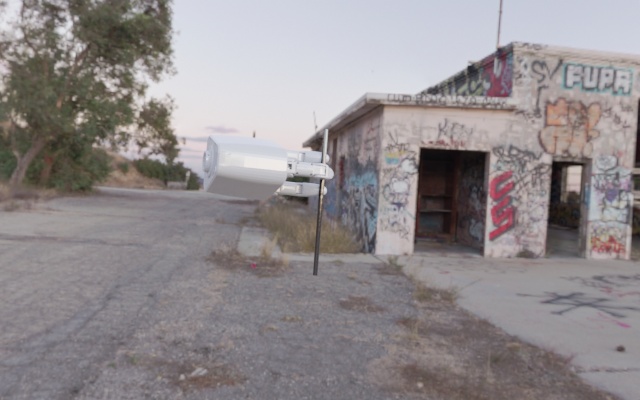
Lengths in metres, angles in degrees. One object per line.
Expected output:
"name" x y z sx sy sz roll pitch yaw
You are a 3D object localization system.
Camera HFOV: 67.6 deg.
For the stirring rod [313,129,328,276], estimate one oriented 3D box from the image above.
"stirring rod" 0.000 0.003 0.785 0.011 0.239 0.011 4 -2 0
